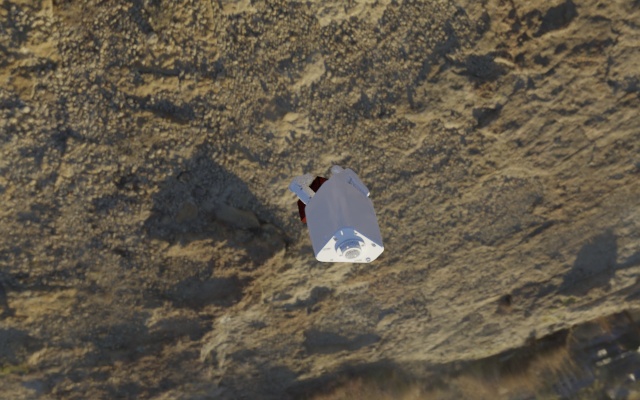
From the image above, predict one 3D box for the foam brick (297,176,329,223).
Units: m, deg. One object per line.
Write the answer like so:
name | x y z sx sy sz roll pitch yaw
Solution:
foam brick | 0.000 0.003 0.877 0.053 0.051 0.078 15 -48 -30
